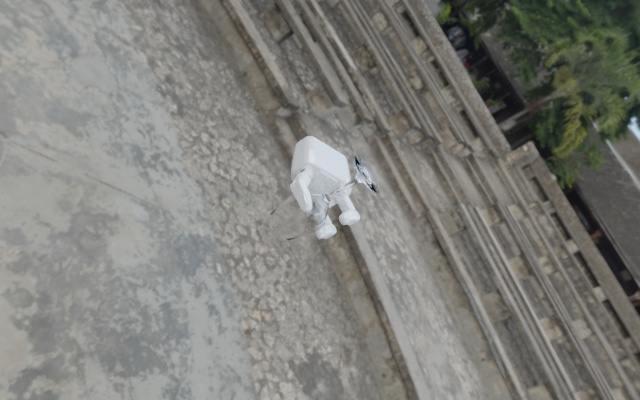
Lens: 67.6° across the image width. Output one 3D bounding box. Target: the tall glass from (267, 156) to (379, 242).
[{"bbox_3d":[0.001,0.003,0.849,0.201,0.079,0.079,-31,-13,22],"label":"tall glass"}]
